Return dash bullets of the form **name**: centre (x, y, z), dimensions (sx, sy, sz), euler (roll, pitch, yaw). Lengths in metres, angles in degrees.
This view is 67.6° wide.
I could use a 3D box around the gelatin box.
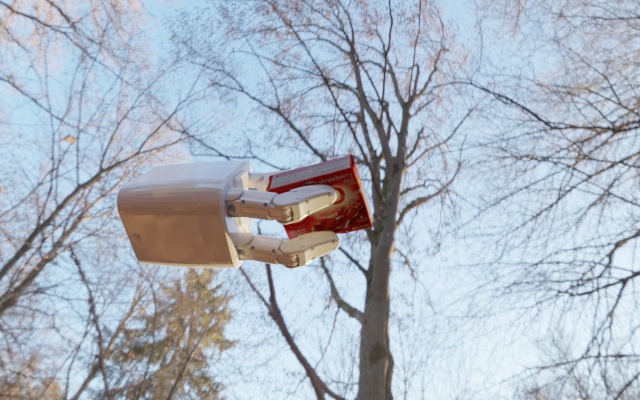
- **gelatin box**: centre (0.000, 0.001, 0.475), dimensions (0.089, 0.073, 0.030), euler (-14, 33, 11)
